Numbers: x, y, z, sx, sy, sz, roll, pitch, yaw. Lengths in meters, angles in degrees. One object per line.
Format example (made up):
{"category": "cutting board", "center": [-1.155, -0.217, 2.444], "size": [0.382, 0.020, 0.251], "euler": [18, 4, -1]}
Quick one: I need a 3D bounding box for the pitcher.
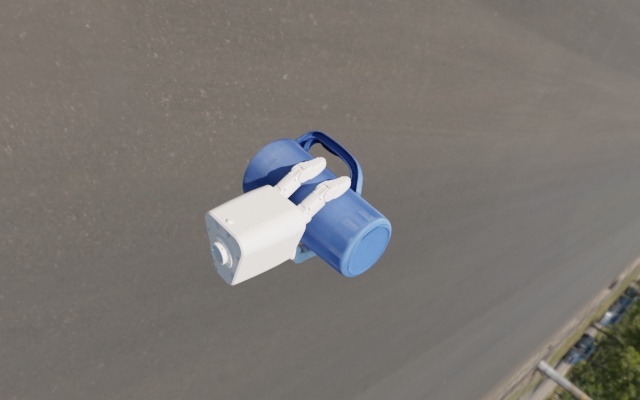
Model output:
{"category": "pitcher", "center": [0.000, 0.003, 0.773], "size": [0.145, 0.149, 0.242], "euler": [-23, 48, -37]}
